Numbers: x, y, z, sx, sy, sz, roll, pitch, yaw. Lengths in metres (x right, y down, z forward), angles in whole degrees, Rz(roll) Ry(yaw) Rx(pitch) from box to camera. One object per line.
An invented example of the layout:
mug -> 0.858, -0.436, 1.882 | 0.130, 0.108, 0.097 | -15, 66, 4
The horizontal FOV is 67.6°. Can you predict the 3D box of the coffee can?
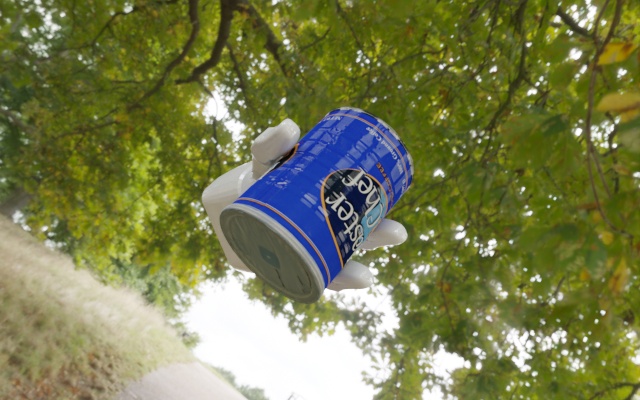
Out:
coffee can -> 0.000, 0.001, 0.407 | 0.103, 0.103, 0.140 | 0, 39, 51
